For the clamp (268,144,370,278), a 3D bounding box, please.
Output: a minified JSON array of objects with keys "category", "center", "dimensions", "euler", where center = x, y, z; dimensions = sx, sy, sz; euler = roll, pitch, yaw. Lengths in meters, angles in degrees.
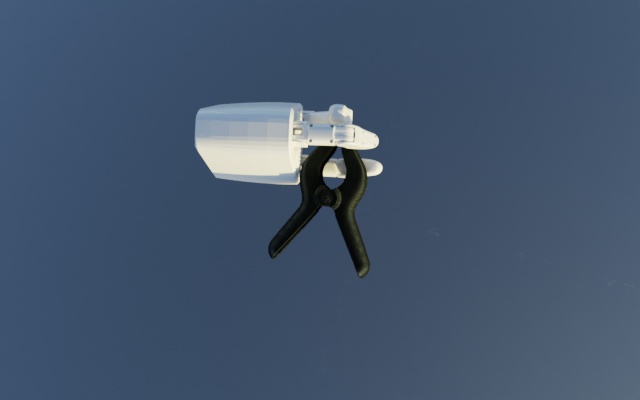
[{"category":"clamp","center":[0.000,0.002,0.555],"dimensions":[0.120,0.171,0.039],"euler":[2,-2,4]}]
